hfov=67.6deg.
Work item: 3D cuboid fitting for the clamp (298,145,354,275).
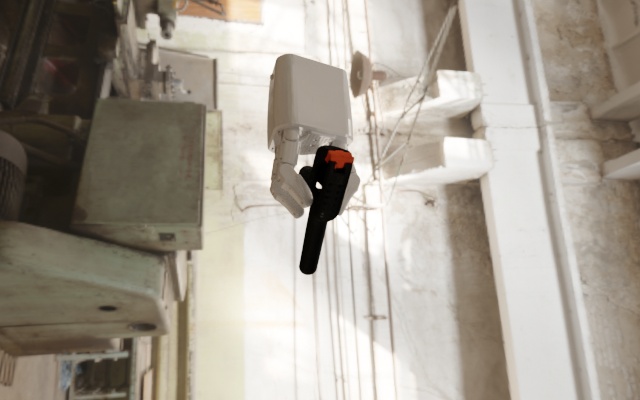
[{"bbox_3d":[0.001,0.002,0.607,0.036,0.164,0.210,3,-17,-13],"label":"clamp"}]
